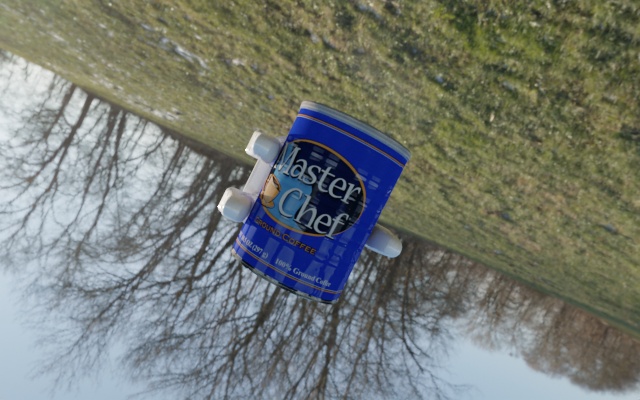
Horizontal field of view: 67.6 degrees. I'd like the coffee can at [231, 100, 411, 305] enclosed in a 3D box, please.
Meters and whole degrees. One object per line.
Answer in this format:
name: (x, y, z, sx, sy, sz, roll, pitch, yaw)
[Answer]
coffee can: (0.000, 0.001, 0.407, 0.103, 0.140, 0.103, 26, 2, -1)
